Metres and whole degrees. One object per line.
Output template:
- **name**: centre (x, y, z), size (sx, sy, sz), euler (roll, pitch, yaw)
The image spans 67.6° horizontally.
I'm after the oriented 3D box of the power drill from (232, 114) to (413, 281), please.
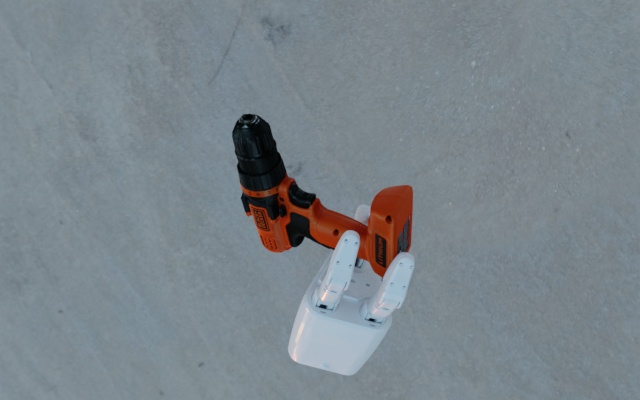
- **power drill**: centre (0.000, 0.002, 0.498), size (0.187, 0.185, 0.057), euler (16, 50, 25)
